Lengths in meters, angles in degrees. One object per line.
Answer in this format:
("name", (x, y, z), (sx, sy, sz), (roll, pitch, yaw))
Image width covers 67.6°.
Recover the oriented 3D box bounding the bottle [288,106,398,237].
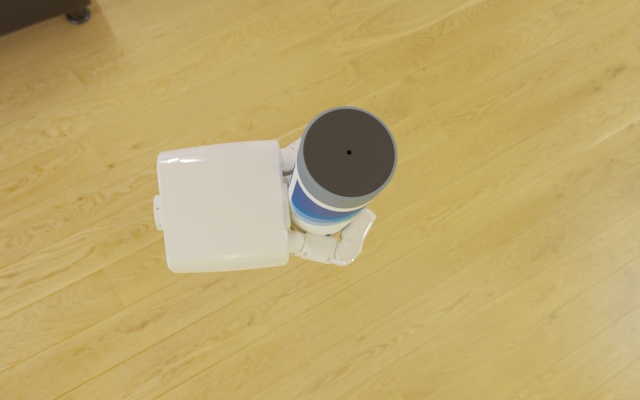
("bottle", (0.000, 0.001, 0.458), (0.069, 0.069, 0.296), (0, -13, -8))
